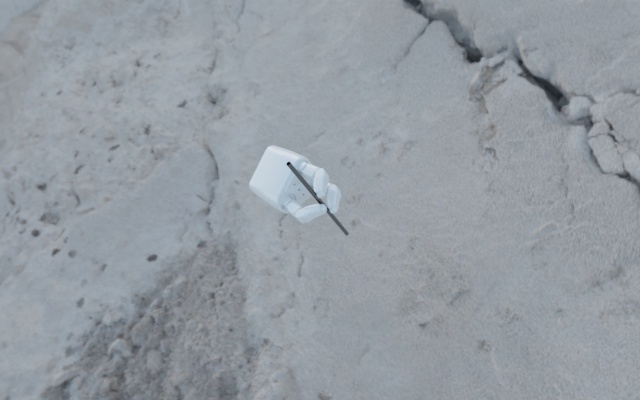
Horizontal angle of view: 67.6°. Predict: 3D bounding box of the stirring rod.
[{"bbox_3d":[0.000,0.003,0.886,0.011,0.011,0.240,0,-33,32],"label":"stirring rod"}]
